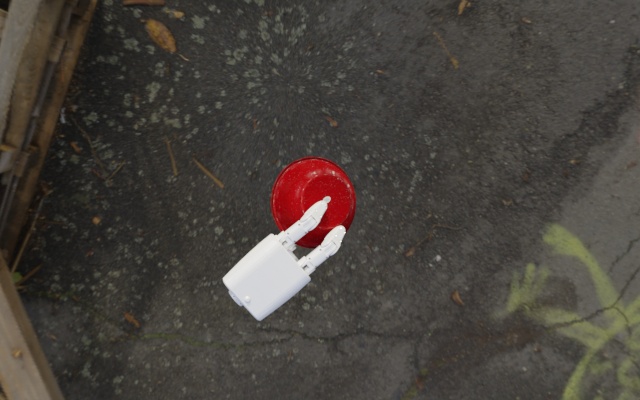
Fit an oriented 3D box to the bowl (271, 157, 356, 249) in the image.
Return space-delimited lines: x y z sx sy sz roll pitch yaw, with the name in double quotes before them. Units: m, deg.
"bowl" 0.001 0.002 0.814 0.162 0.162 0.055 0 -2 -23
